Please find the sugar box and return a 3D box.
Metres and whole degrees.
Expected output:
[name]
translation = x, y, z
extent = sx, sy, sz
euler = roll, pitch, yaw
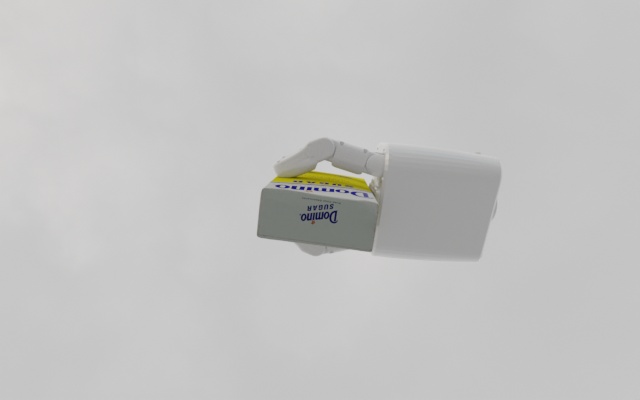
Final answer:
[sugar box]
translation = 0.000, 0.001, 0.447
extent = 0.093, 0.048, 0.176
euler = 7, 7, 0
